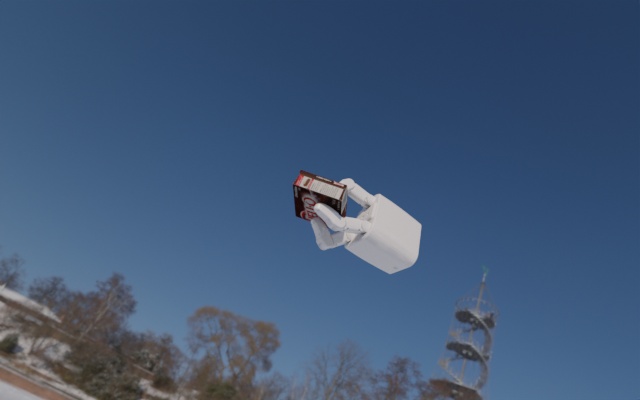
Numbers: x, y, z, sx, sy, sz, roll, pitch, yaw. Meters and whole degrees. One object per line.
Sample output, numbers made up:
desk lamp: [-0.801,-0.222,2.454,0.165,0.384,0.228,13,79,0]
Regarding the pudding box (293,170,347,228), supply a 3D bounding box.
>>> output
pudding box: [0.000,0.003,0.843,0.090,0.039,0.114,18,-32,11]
